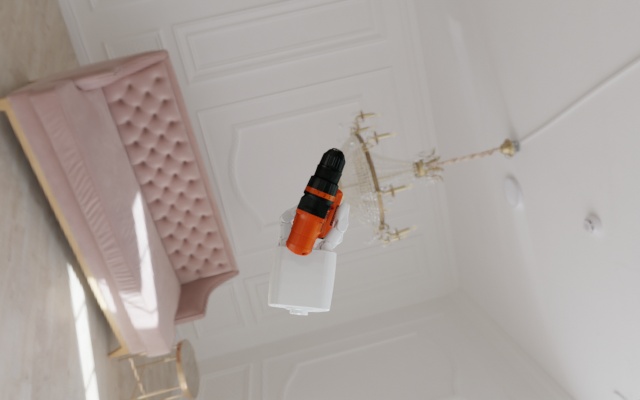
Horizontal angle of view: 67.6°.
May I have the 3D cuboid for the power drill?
[{"bbox_3d":[0.000,0.003,0.848,0.057,0.184,0.187,24,1,7],"label":"power drill"}]
